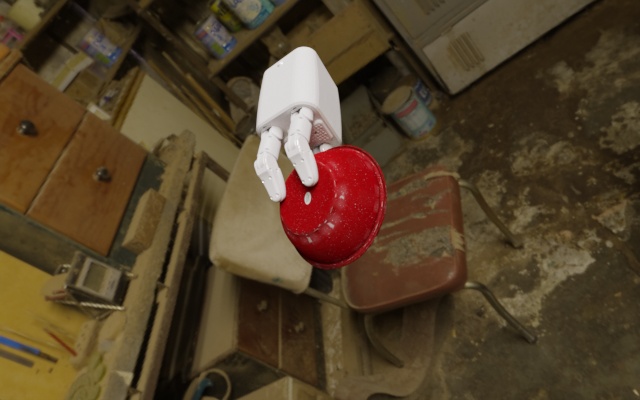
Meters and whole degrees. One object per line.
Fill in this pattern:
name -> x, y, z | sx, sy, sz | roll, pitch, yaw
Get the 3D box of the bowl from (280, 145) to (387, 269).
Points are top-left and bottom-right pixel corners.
bowl -> 0.000, 0.003, 0.591 | 0.162, 0.162, 0.055 | 0, -12, 42
